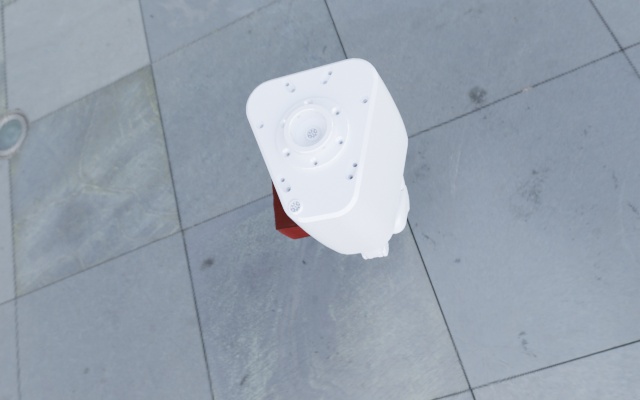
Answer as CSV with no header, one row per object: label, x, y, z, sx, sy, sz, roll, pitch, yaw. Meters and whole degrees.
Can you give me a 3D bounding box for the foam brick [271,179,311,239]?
foam brick,0.000,0.002,0.441,0.078,0.053,0.051,-11,-17,16
